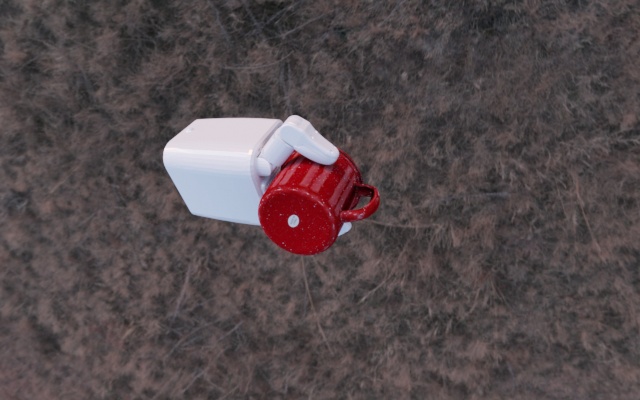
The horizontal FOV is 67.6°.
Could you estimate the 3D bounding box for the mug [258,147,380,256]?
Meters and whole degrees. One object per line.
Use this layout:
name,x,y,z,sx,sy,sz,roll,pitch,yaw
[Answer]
mug,0.001,0.002,0.474,0.117,0.093,0.081,5,34,18
